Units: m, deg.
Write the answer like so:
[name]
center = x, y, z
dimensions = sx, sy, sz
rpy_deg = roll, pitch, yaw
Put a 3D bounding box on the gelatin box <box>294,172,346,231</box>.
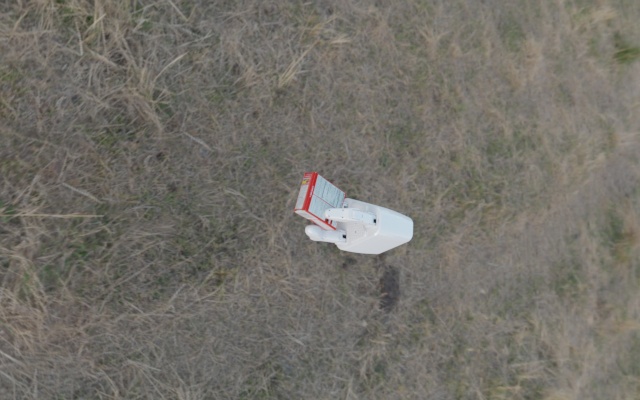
[gelatin box]
center = 0.000, 0.003, 0.829
dimensions = 0.030, 0.073, 0.089
rpy_deg = -4, -27, 42
